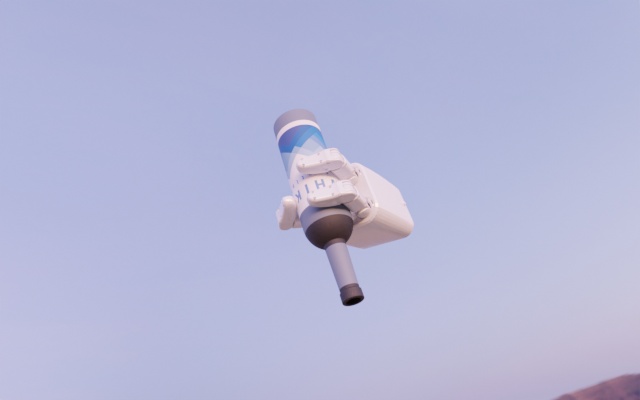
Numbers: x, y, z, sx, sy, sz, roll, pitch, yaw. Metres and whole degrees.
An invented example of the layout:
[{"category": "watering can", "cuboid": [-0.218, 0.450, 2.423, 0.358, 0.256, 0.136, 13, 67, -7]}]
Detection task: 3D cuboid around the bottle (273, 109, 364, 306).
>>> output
[{"category": "bottle", "cuboid": [0.000, 0.002, 0.642, 0.069, 0.295, 0.069, -13, -34, -9]}]
